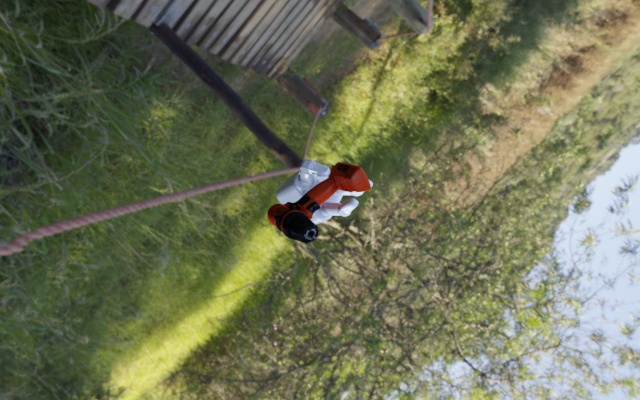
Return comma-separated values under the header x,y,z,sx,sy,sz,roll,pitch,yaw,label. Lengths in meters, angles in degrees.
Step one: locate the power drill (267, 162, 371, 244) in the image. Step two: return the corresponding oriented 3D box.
x,y,z,sx,sy,sz,roll,pitch,yaw,label
0.000,0.003,0.897,0.187,0.057,0.184,-34,23,-15,power drill
